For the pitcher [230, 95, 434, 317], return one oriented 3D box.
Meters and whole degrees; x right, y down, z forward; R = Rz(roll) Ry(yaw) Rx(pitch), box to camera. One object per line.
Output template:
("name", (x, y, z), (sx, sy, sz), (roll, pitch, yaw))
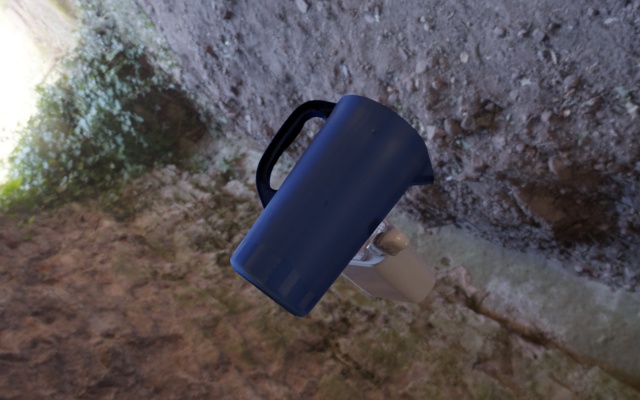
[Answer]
("pitcher", (0.000, 0.002, 0.558), (0.145, 0.243, 0.149), (44, -14, -32))
